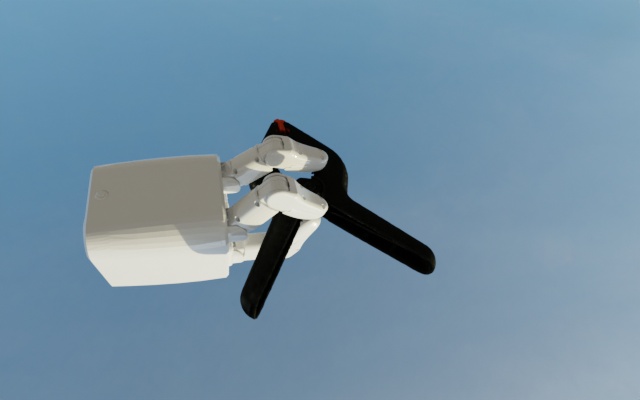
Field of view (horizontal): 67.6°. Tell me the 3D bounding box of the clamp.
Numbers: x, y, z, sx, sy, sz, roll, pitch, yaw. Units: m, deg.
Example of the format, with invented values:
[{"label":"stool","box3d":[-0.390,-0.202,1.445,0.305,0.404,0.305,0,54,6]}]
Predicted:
[{"label":"clamp","box3d":[0.000,0.002,0.435,0.164,0.209,0.036,-5,-41,-14]}]
